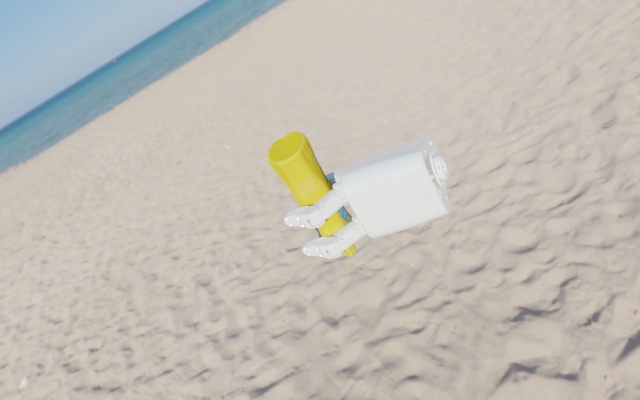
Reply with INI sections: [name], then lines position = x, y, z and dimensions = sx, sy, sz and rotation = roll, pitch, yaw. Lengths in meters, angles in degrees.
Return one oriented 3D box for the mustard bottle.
[mustard bottle]
position = 0.000, 0.002, 0.654
dimensions = 0.058, 0.192, 0.096
rotation = -30, 26, 4
